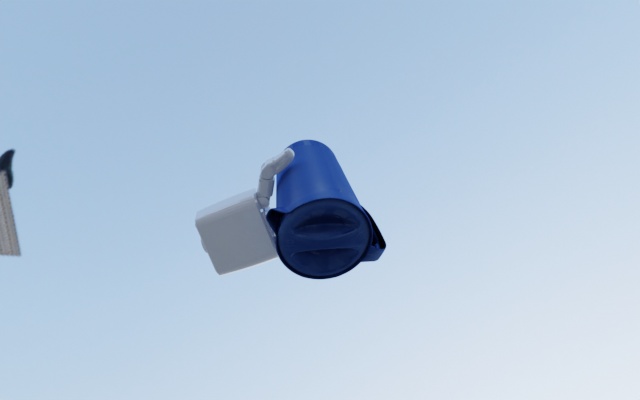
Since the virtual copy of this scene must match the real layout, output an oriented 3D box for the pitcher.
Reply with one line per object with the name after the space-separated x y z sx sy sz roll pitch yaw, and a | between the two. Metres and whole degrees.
0.000 0.002 0.743 0.145 0.149 0.242 -20 31 4 | pitcher
